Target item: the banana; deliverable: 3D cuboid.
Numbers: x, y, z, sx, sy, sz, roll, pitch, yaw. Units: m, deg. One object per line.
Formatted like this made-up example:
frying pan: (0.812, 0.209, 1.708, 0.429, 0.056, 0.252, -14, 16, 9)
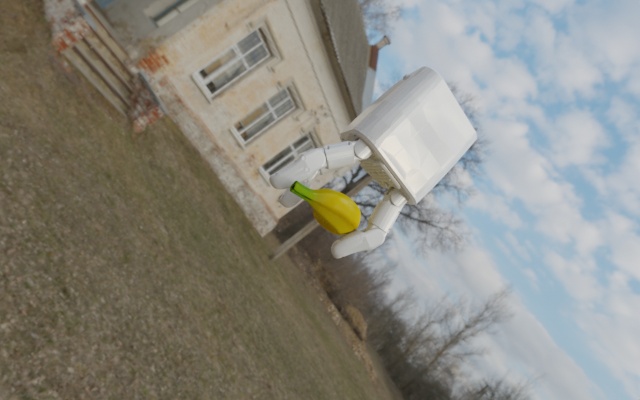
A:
banana: (0.014, 0.012, 0.545, 0.069, 0.037, 0.198, 37, -5, 10)
